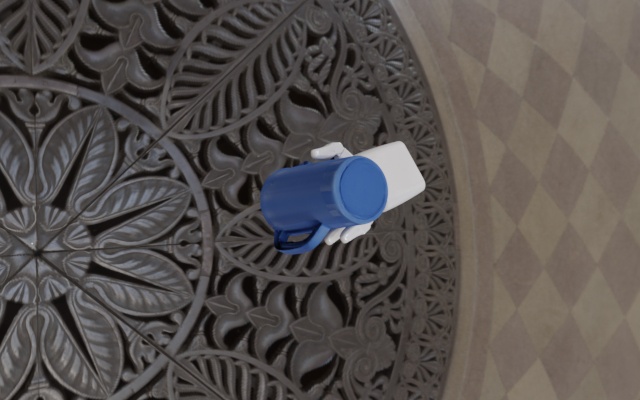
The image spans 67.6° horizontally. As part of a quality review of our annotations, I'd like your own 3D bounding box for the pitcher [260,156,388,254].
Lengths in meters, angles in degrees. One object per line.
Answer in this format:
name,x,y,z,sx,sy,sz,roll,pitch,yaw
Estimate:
pitcher,0.000,0.003,0.830,0.145,0.149,0.243,-23,7,-31
